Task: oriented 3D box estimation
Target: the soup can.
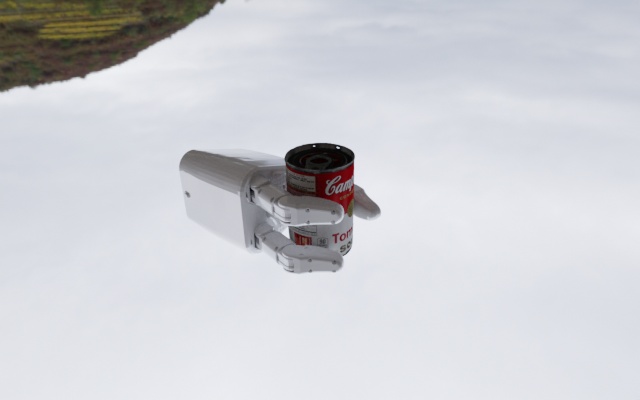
[{"bbox_3d":[0.001,0.002,0.480,0.068,0.102,0.068,-1,28,0],"label":"soup can"}]
